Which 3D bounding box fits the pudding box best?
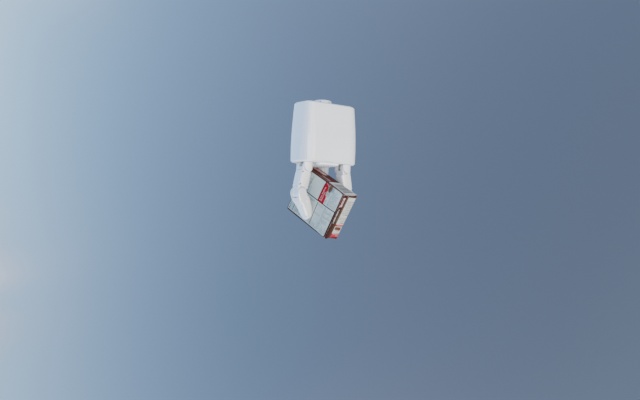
[{"bbox_3d":[0.000,0.003,0.852,0.039,0.090,0.113,6,25,-46],"label":"pudding box"}]
